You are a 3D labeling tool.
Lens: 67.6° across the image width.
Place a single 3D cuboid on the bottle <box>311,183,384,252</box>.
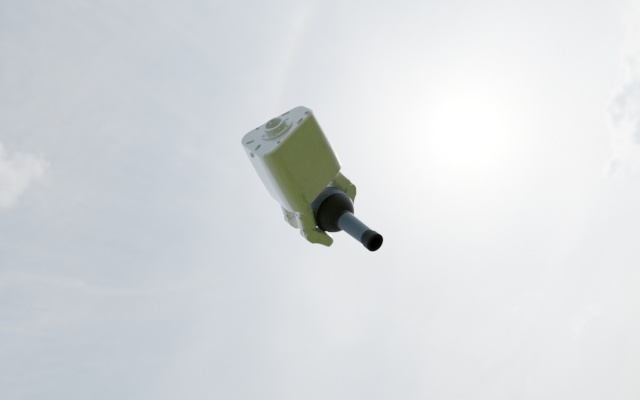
[{"bbox_3d":[0.000,0.002,0.754,0.069,0.069,0.295,0,22,-33],"label":"bottle"}]
